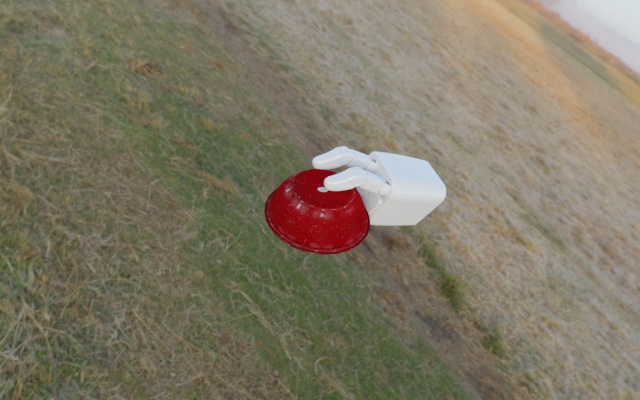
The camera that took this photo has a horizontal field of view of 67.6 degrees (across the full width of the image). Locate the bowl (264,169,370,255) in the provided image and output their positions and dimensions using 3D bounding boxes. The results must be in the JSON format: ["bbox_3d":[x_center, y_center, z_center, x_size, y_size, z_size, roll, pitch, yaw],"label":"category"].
[{"bbox_3d":[-0.001,0.002,0.700,0.162,0.055,0.162,7,41,-6],"label":"bowl"}]
